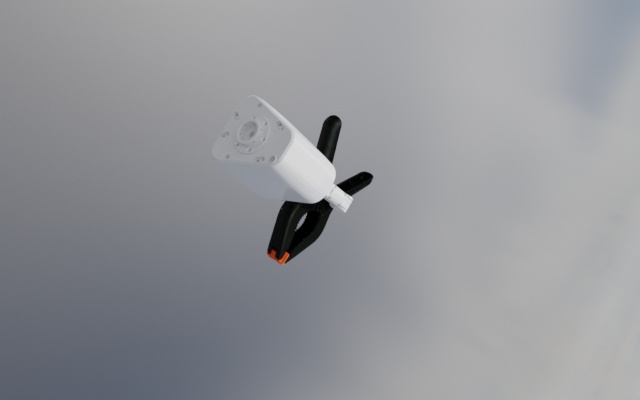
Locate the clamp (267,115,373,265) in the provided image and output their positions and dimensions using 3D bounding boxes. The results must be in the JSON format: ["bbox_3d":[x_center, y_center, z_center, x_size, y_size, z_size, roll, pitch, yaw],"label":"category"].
[{"bbox_3d":[0.000,0.003,0.691,0.036,0.210,0.165,28,-7,35],"label":"clamp"}]
